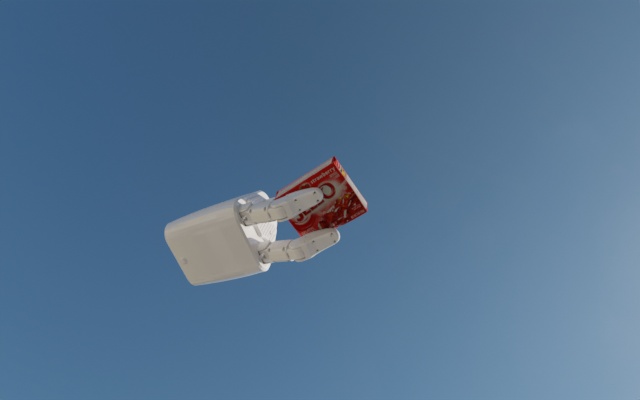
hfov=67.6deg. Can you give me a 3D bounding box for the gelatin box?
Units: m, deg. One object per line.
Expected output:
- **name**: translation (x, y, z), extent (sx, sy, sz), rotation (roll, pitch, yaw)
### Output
- **gelatin box**: translation (0.000, 0.002, 0.570), extent (0.089, 0.073, 0.030), rotation (-31, 17, 16)
